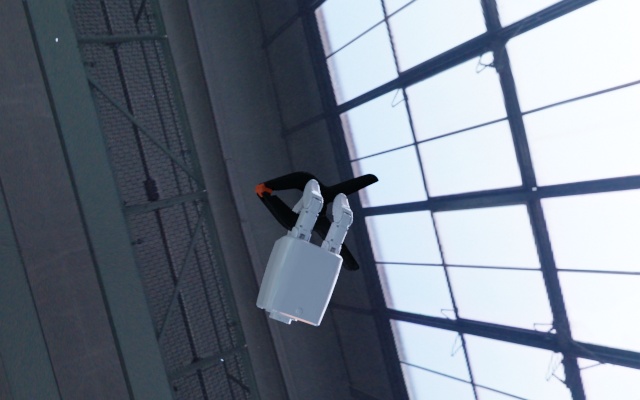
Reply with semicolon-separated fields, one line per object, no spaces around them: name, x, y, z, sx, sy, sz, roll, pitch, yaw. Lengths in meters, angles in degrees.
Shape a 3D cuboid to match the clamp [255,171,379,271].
clamp;-0.001;0.002;0.751;0.210;0.164;0.036;26;-14;-26
